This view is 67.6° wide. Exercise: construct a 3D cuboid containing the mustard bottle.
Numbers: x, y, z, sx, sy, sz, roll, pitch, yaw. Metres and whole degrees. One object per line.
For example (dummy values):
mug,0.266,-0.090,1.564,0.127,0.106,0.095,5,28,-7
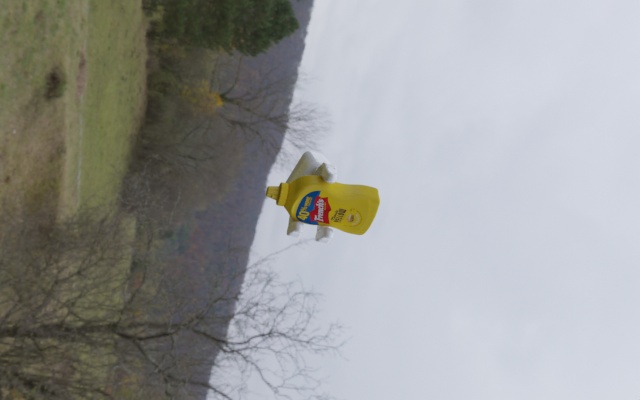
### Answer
mustard bottle,0.000,0.003,0.833,0.191,0.096,0.058,12,42,-13
